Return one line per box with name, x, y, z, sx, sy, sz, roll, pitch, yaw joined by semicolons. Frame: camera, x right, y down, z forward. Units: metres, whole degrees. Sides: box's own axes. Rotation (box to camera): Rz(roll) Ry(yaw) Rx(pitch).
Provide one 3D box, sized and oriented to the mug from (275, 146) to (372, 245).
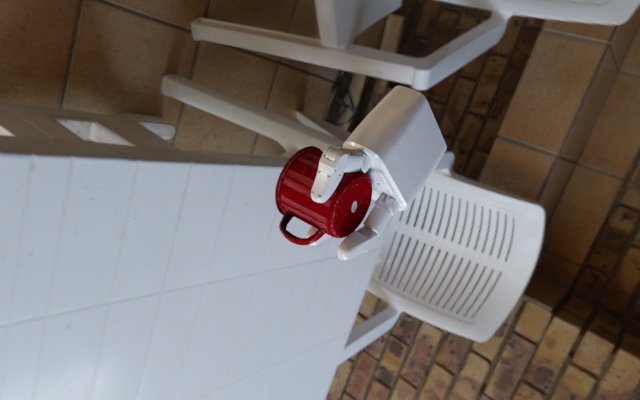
mug;-0.001;0.003;0.559;0.081;0.117;0.093;27;-21;32
